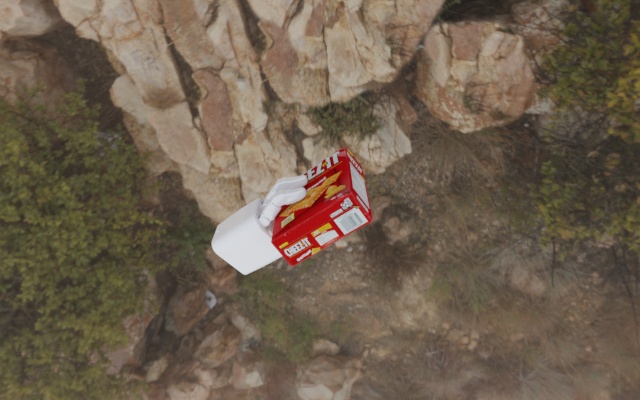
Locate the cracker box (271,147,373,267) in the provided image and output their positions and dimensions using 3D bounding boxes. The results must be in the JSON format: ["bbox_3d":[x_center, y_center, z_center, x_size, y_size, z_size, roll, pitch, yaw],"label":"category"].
[{"bbox_3d":[0.000,0.003,0.869,0.164,0.072,0.213,-31,23,15],"label":"cracker box"}]
